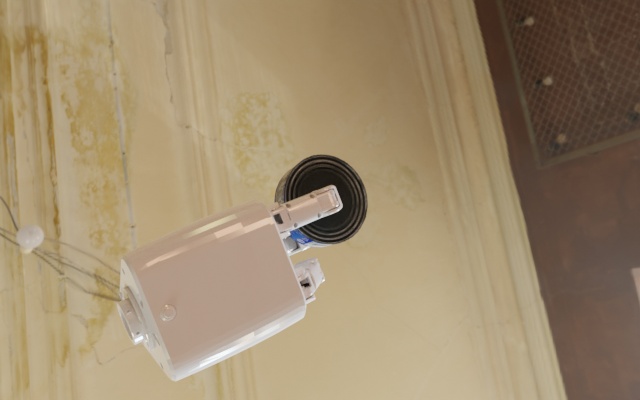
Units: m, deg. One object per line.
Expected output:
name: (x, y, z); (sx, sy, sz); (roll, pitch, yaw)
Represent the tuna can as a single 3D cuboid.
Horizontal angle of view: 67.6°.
tuna can: (0.000, 0.002, 0.457); (0.086, 0.086, 0.034); (0, -12, -26)
